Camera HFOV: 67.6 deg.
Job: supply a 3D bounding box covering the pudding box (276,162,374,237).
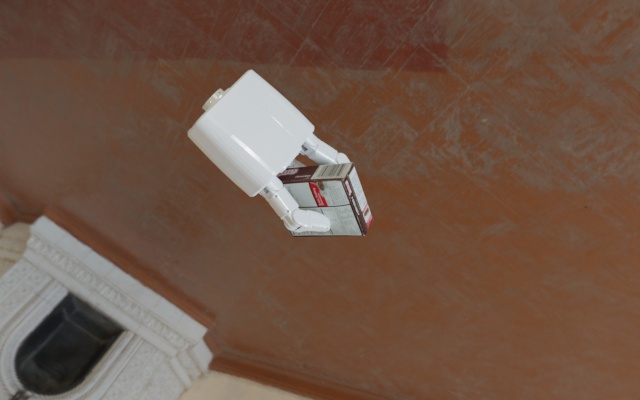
[{"bbox_3d":[0.000,0.002,0.607,0.113,0.090,0.039,-2,37,32],"label":"pudding box"}]
